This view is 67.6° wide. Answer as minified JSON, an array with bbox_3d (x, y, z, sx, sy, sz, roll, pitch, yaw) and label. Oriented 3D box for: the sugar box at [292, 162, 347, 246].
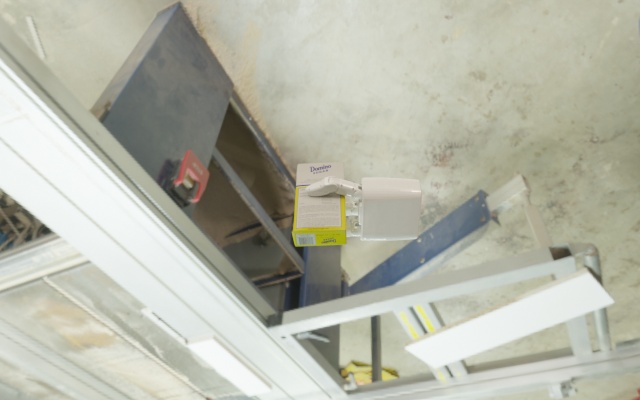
[{"bbox_3d":[0.000,0.003,0.878,0.093,0.048,0.176,-1,43,4],"label":"sugar box"}]
